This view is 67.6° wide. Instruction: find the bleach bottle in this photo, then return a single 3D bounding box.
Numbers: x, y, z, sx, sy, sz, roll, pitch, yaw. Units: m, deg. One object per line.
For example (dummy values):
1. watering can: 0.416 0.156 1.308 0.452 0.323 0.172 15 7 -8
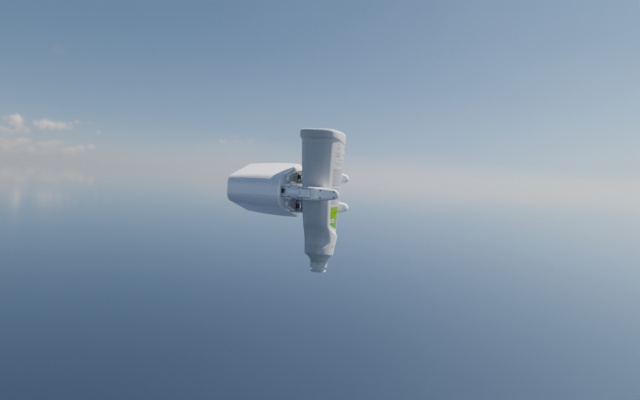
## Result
1. bleach bottle: 0.000 0.003 0.848 0.068 0.251 0.102 4 3 20
